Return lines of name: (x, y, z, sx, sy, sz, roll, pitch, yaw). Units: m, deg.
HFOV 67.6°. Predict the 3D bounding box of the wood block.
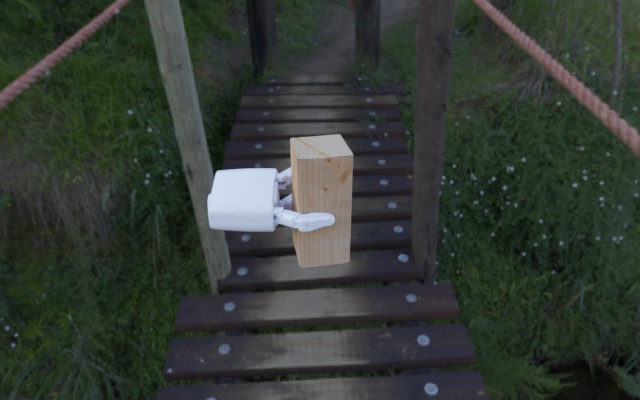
wood block: (0.000, 0.003, 0.817, 0.090, 0.206, 0.090, -5, 30, -9)
